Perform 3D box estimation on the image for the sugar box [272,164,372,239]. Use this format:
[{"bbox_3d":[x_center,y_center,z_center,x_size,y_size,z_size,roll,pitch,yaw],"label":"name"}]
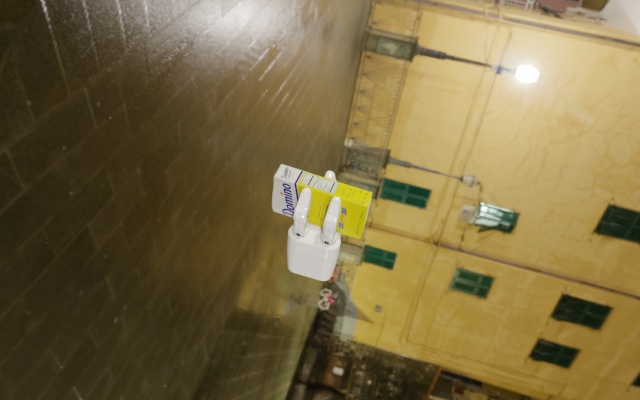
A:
[{"bbox_3d":[0.000,0.003,0.869,0.176,0.093,0.048,15,46,7],"label":"sugar box"}]
